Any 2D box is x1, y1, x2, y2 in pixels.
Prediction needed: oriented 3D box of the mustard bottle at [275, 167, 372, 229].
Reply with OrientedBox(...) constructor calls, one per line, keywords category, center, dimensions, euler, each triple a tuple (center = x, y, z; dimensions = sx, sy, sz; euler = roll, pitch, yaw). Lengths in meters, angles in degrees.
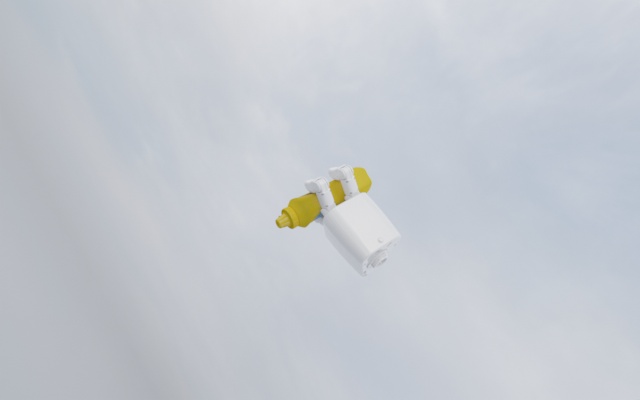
OrientedBox(category="mustard bottle", center=(0.000, 0.003, 0.889), dimensions=(0.191, 0.058, 0.096), euler=(-28, -1, -26))
